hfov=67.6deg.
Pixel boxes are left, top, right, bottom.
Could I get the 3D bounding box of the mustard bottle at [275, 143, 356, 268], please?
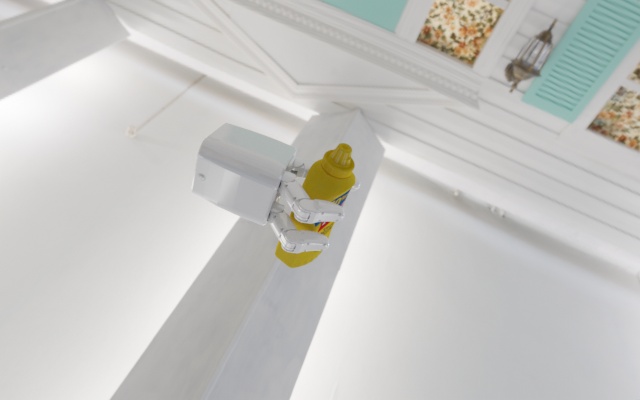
[{"bbox_3d":[0.000,0.002,0.637,0.058,0.192,0.096,38,42,17],"label":"mustard bottle"}]
